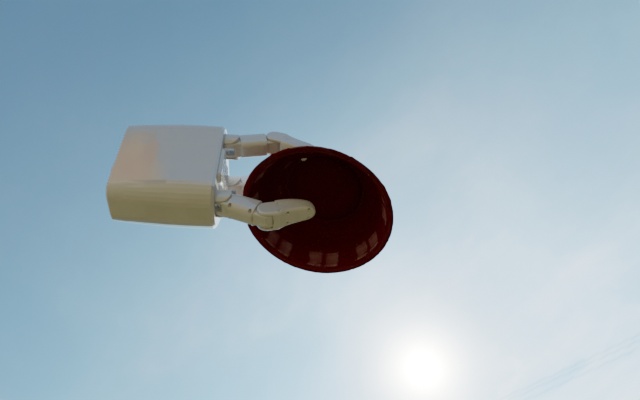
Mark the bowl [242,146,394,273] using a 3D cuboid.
[{"bbox_3d":[0.001,0.002,0.521,0.162,0.162,0.055,0,33,13],"label":"bowl"}]
